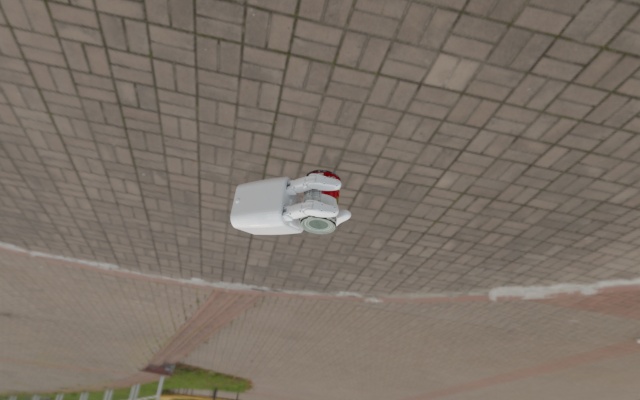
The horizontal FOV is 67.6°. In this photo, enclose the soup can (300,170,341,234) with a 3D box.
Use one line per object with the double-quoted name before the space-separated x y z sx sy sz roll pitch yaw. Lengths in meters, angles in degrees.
"soup can" 0.001 0.003 0.888 0.068 0.102 0.068 5 -30 3
